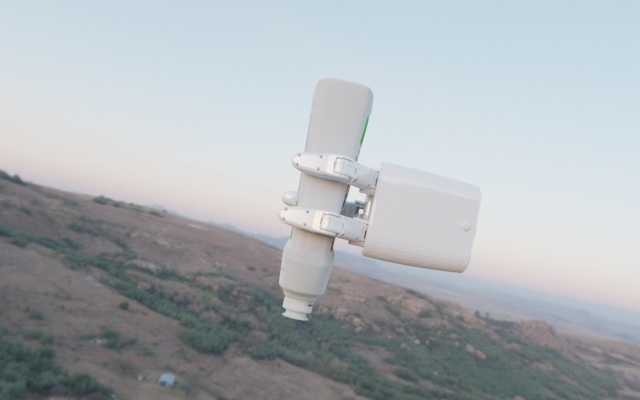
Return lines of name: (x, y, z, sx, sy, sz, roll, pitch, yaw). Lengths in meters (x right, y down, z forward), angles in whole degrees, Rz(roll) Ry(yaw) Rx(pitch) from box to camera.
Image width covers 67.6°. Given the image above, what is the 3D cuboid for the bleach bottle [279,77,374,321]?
bleach bottle: (0.000, 0.002, 0.523, 0.068, 0.251, 0.102, 12, -6, 1)
